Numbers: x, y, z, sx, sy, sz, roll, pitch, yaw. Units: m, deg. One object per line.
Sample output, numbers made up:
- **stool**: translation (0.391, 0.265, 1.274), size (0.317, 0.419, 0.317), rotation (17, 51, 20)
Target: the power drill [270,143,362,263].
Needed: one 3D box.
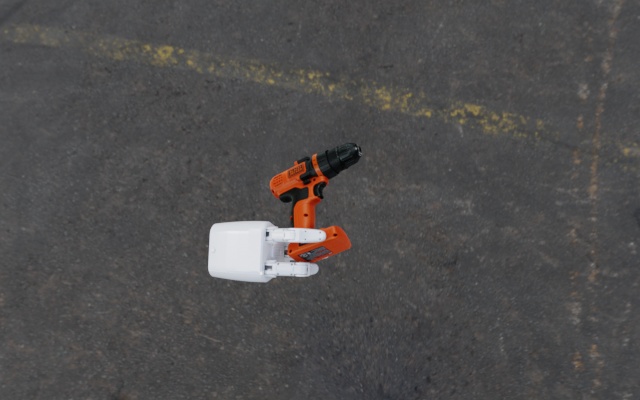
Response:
- **power drill**: translation (0.000, 0.003, 0.822), size (0.184, 0.187, 0.057), rotation (-25, -37, 24)
